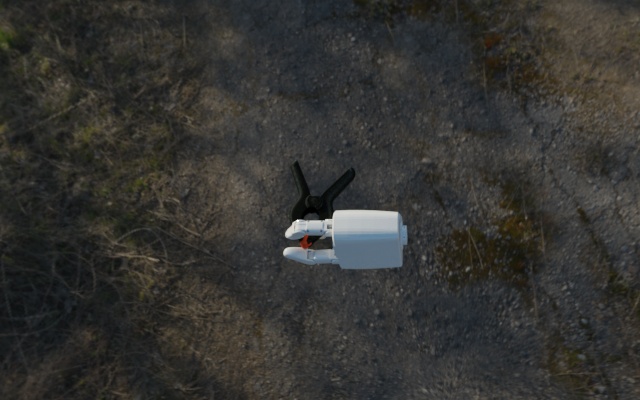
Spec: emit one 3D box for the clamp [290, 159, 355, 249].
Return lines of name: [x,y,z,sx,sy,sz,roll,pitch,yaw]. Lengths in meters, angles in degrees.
clamp: [0.000,0.003,0.855,0.120,0.171,0.039,-1,-23,11]
